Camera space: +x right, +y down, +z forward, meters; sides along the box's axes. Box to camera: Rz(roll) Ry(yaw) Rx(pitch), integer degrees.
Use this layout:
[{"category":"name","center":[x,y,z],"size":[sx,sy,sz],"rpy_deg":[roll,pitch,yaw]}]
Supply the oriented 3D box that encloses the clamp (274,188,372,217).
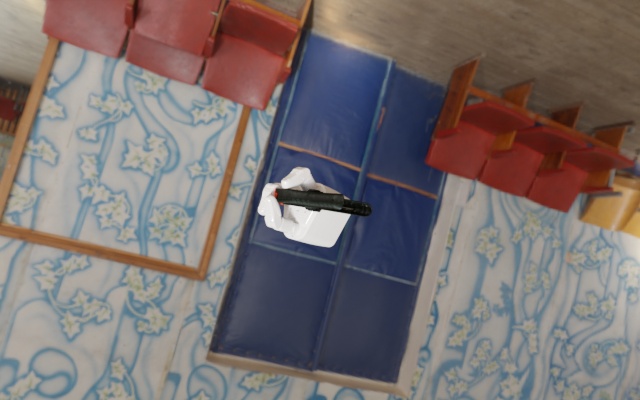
[{"category":"clamp","center":[0.000,0.003,0.808],"size":[0.171,0.039,0.120],"rpy_deg":[10,-9,39]}]
